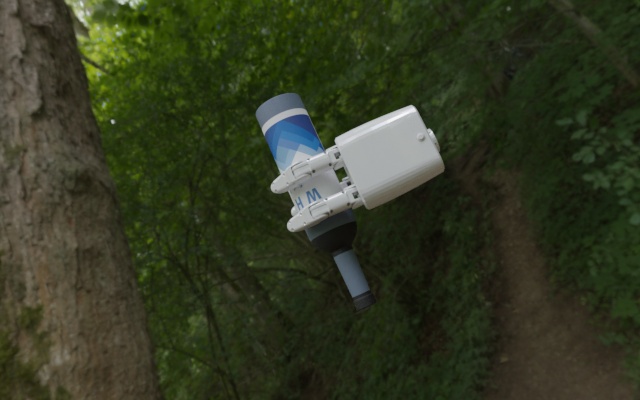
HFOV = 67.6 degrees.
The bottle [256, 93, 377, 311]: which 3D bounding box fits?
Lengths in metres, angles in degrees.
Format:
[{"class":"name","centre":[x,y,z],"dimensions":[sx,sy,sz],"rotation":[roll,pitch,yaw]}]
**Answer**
[{"class":"bottle","centre":[0.000,0.002,0.630],"dimensions":[0.069,0.295,0.069],"rotation":[-23,-11,-5]}]
